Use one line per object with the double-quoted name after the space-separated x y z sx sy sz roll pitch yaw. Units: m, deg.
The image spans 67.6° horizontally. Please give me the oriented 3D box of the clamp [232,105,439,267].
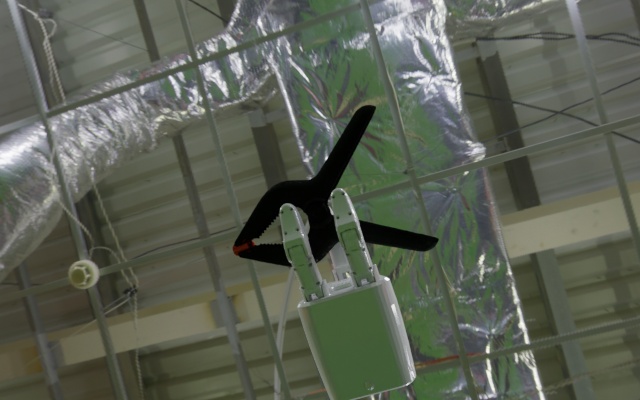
0.000 0.002 0.511 0.210 0.164 0.036 -18 -6 8 "clamp"
